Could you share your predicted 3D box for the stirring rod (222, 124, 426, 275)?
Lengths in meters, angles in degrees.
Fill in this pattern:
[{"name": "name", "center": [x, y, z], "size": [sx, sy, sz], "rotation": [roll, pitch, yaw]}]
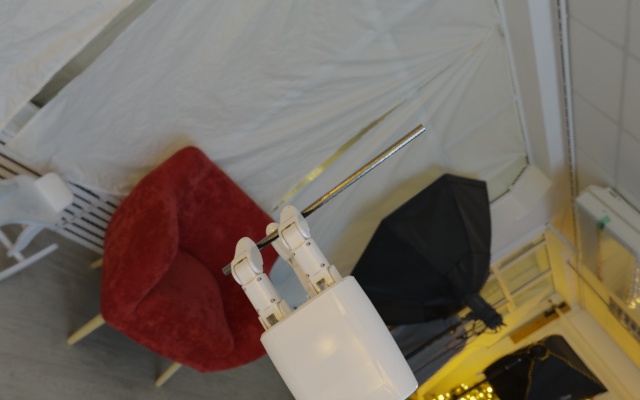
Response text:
[{"name": "stirring rod", "center": [0.000, 0.002, 0.464], "size": [0.239, 0.011, 0.011], "rotation": [-36, -6, 8]}]
